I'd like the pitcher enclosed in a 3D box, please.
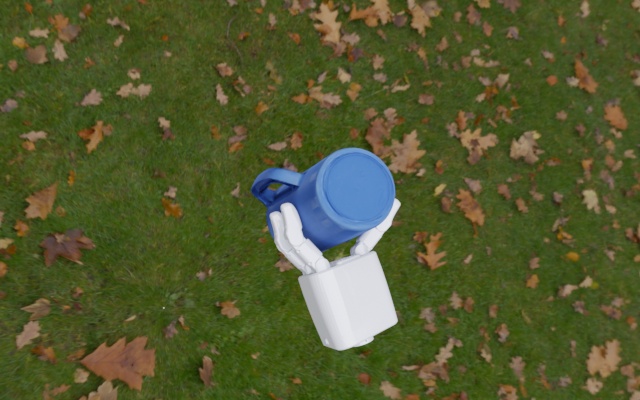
[{"bbox_3d":[0.000,0.002,0.698,0.149,0.145,0.243,-17,-5,-21],"label":"pitcher"}]
